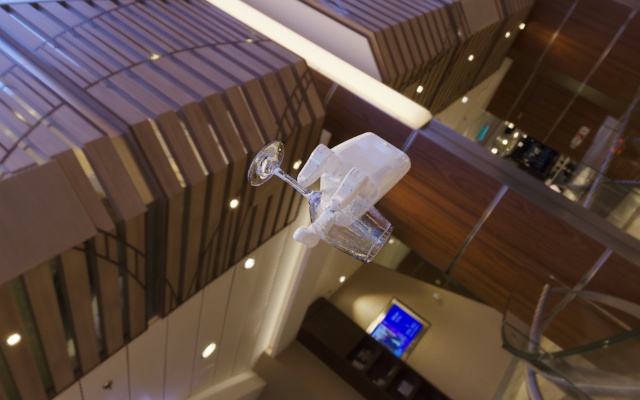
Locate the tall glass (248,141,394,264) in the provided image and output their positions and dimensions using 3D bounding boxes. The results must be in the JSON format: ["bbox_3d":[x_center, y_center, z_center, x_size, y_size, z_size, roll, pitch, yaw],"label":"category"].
[{"bbox_3d":[-0.001,0.002,0.646,0.201,0.079,0.079,36,13,19],"label":"tall glass"}]
